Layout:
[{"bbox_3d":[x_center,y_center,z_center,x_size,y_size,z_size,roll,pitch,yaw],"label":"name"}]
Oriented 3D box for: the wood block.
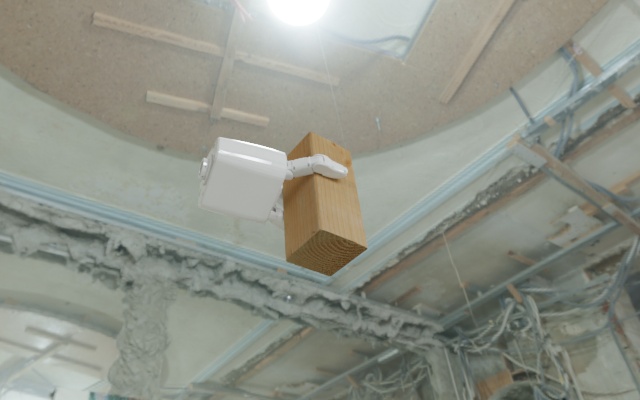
[{"bbox_3d":[0.000,0.002,0.760,0.090,0.206,0.091,24,-49,-30],"label":"wood block"}]
